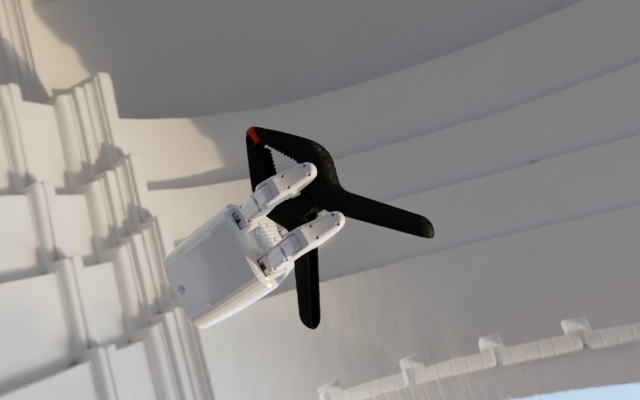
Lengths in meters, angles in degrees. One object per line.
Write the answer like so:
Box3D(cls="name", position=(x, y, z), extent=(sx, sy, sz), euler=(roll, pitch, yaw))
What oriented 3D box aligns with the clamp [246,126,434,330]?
Box3D(cls="clamp", position=(0.000, 0.001, 0.479), extent=(0.164, 0.210, 0.036), euler=(-35, -12, 19))
